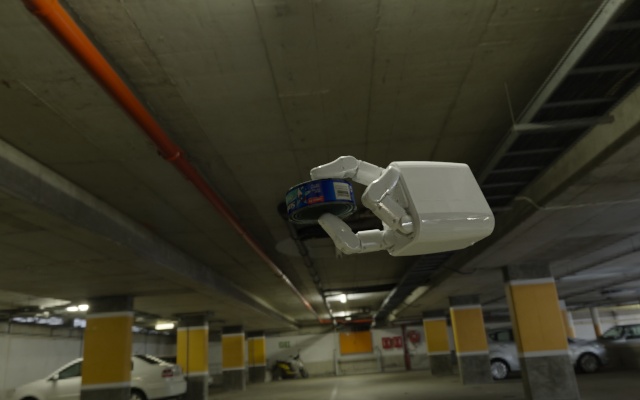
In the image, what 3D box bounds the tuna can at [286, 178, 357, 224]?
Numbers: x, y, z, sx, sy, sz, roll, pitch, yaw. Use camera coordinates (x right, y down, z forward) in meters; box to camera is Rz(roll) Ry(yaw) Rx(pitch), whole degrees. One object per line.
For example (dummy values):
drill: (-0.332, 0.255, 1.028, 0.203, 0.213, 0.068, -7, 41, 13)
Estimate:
tuna can: (0.000, 0.001, 0.595, 0.086, 0.033, 0.086, -9, -16, -3)
